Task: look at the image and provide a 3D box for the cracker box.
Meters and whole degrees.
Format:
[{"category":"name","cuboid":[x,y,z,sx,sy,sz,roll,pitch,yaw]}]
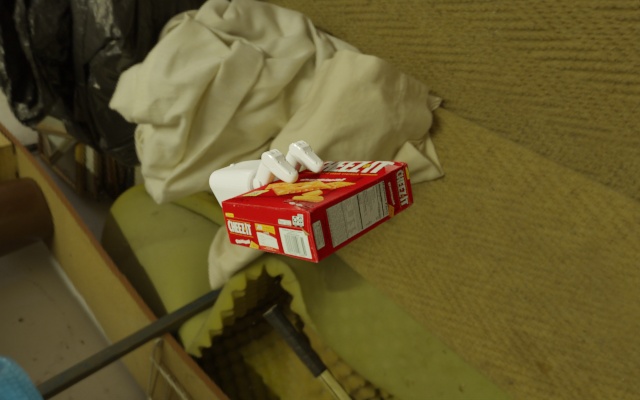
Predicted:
[{"category":"cracker box","cuboid":[0.000,0.002,0.657,0.164,0.072,0.213,5,22,42]}]
